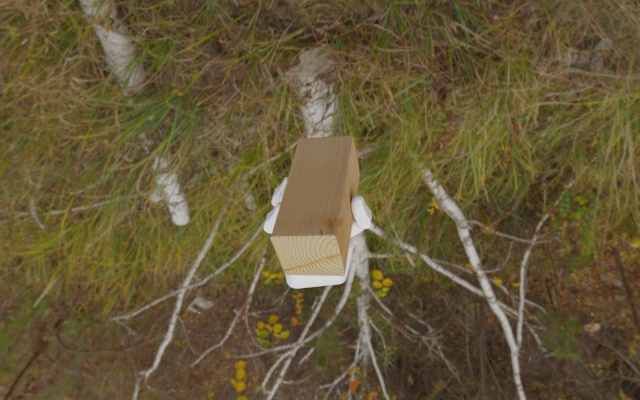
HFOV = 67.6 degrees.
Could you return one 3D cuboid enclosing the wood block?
[{"bbox_3d":[0.000,0.003,0.714,0.091,0.206,0.090,-1,-44,14],"label":"wood block"}]
